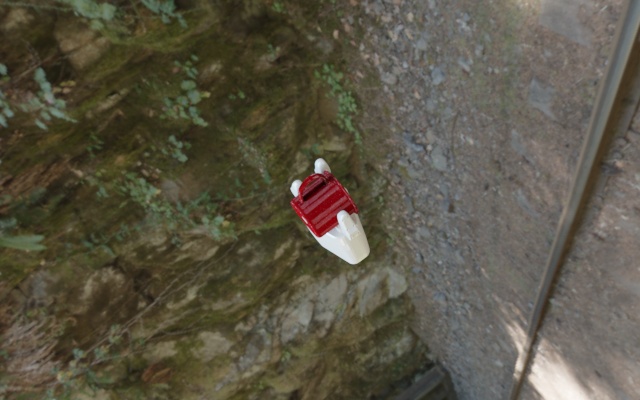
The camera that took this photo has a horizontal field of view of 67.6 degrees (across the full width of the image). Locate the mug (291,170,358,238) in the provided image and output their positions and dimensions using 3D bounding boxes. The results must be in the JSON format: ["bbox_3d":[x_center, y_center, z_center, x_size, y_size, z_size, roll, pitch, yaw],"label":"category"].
[{"bbox_3d":[0.000,0.002,0.801,0.093,0.081,0.117,47,-9,41],"label":"mug"}]
